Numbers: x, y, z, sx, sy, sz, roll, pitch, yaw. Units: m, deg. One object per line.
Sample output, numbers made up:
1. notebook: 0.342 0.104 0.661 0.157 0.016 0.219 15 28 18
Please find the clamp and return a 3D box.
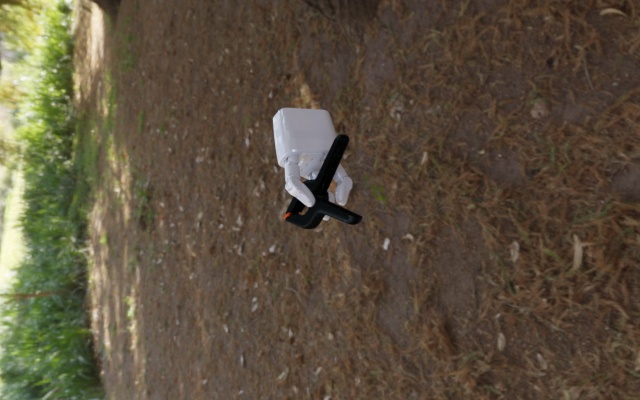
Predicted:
1. clamp: -0.001 0.003 0.859 0.036 0.164 0.210 10 -35 -34
